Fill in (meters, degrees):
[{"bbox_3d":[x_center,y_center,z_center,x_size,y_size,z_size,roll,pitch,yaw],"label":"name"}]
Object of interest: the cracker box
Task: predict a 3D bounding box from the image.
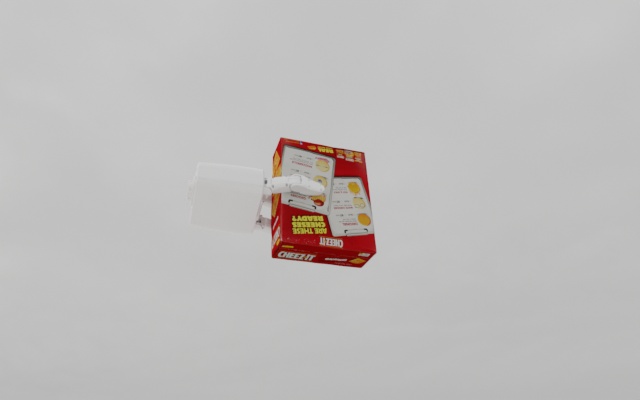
[{"bbox_3d":[0.000,0.002,0.830,0.164,0.213,0.072,9,-35,-17],"label":"cracker box"}]
